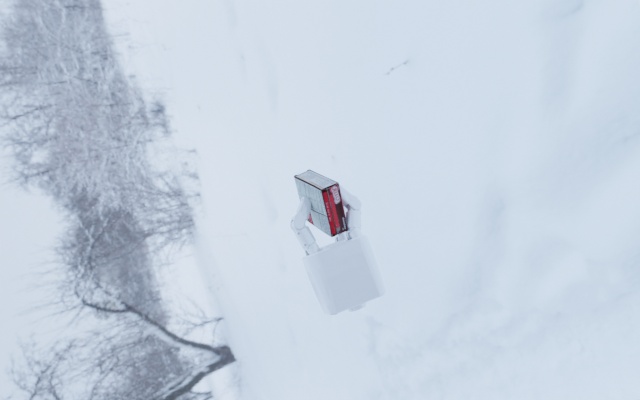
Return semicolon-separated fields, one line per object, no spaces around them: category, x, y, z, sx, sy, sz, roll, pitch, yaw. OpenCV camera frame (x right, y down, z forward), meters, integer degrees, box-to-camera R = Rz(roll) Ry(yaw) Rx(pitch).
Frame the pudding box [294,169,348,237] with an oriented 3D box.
pudding box;0.000;0.003;0.827;0.039;0.090;0.113;-22;24;-23
